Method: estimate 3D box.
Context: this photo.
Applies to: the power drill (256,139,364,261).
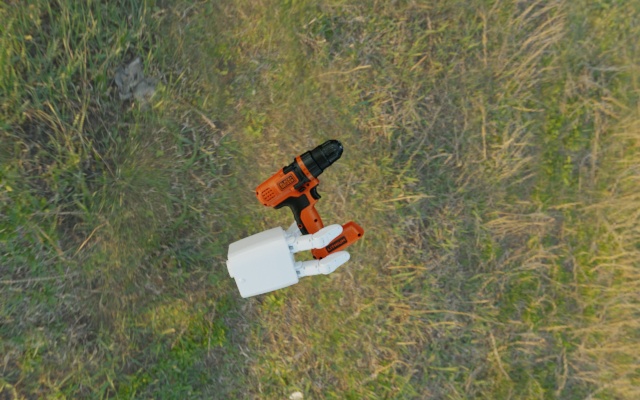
[{"bbox_3d":[0.000,0.003,0.883,0.184,0.187,0.057,-33,6,12],"label":"power drill"}]
